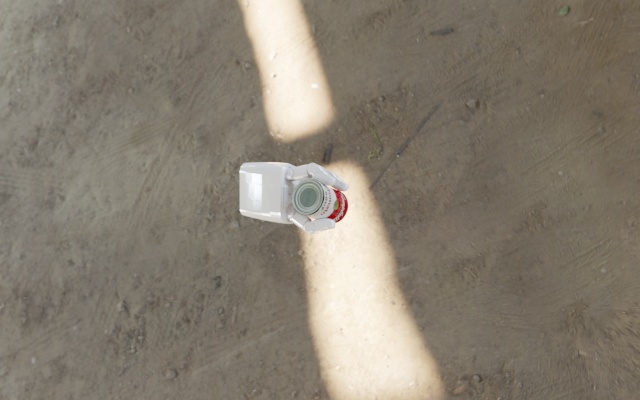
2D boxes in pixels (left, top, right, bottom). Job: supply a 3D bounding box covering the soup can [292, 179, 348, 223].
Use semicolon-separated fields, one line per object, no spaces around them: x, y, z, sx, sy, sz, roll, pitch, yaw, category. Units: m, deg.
0.000;0.003;0.886;0.068;0.068;0.102;0;-11;29;soup can
